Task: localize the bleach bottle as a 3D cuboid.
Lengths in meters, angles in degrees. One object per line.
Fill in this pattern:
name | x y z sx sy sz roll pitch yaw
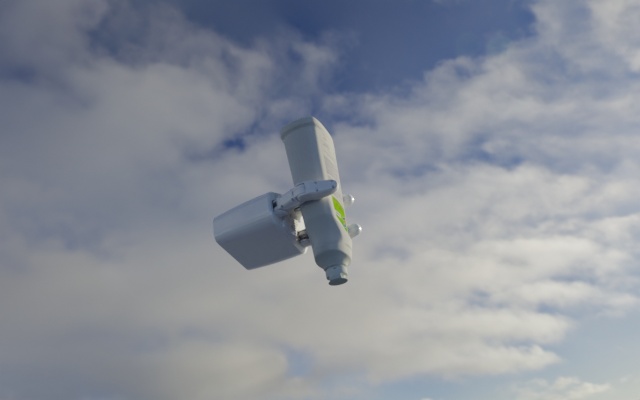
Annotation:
bleach bottle | 0.000 0.002 0.717 0.068 0.250 0.103 -21 -30 18
